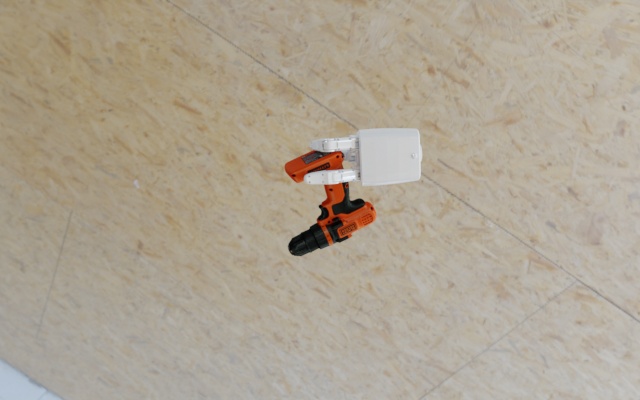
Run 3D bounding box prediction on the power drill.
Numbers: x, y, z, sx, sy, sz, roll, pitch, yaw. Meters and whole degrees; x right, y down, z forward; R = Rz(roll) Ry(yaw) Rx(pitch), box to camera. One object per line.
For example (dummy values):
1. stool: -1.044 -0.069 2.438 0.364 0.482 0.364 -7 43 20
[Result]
1. power drill: 0.000 0.002 0.889 0.184 0.188 0.057 -26 33 -7
